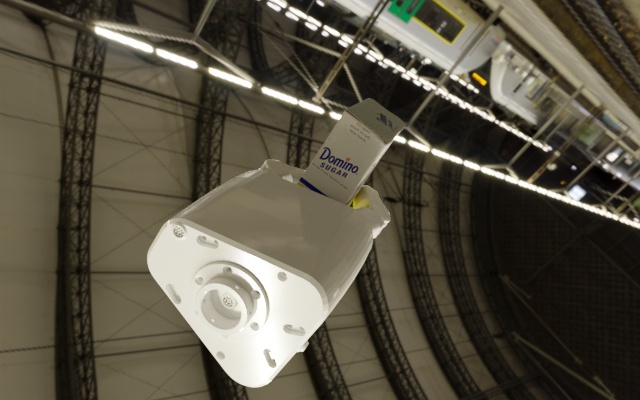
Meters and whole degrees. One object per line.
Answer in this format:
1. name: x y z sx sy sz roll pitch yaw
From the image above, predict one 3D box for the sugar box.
1. sugar box: 0.000 0.002 0.403 0.048 0.176 0.093 38 24 3
